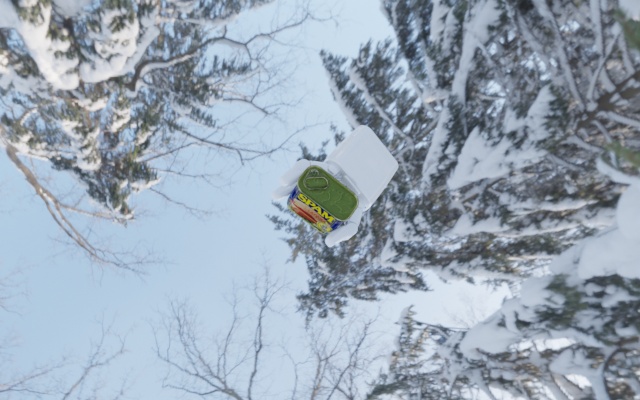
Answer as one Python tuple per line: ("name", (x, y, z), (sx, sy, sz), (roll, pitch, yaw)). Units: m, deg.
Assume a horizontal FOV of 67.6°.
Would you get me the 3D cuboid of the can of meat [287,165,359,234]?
("can of meat", (0.000, 0.003, 0.781), (0.102, 0.057, 0.084), (37, -29, -1))
